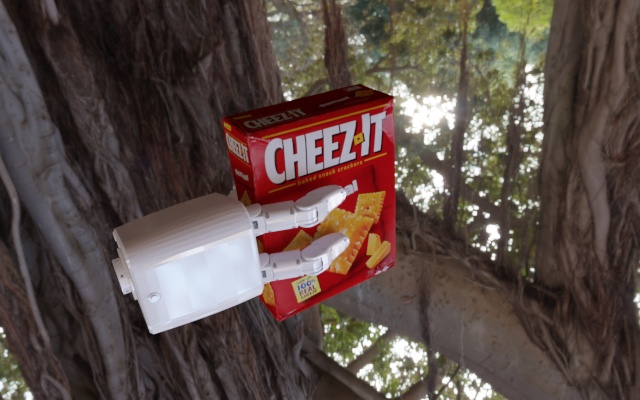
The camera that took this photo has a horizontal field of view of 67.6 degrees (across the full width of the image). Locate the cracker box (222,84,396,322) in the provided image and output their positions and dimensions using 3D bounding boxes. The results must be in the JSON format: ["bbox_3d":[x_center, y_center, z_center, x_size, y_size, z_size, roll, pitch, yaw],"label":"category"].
[{"bbox_3d":[0.000,0.002,0.511,0.164,0.214,0.072,-20,32,-25],"label":"cracker box"}]
